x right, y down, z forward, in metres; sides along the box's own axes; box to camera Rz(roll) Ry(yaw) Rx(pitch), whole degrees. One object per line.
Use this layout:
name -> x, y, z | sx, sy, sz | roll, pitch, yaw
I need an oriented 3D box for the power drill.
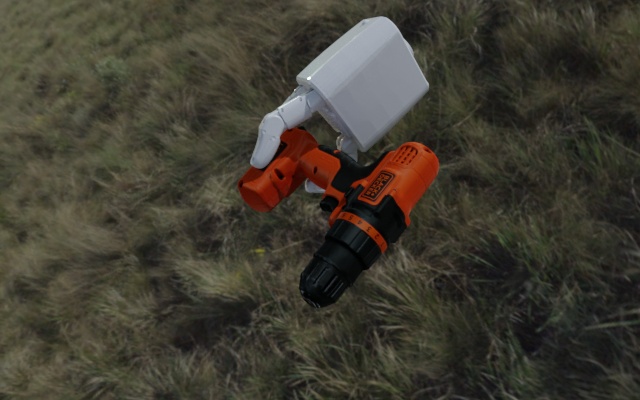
power drill -> 0.000, 0.001, 0.483 | 0.187, 0.184, 0.057 | 24, -25, 41
